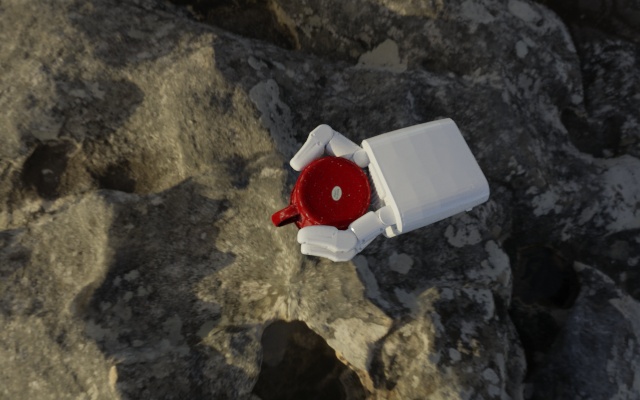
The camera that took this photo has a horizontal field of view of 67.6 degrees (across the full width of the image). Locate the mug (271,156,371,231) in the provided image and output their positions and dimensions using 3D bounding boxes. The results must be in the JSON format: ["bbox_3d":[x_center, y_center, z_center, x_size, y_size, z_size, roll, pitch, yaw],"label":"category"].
[{"bbox_3d":[-0.001,0.002,0.540,0.117,0.093,0.081,-18,-8,-7],"label":"mug"}]
